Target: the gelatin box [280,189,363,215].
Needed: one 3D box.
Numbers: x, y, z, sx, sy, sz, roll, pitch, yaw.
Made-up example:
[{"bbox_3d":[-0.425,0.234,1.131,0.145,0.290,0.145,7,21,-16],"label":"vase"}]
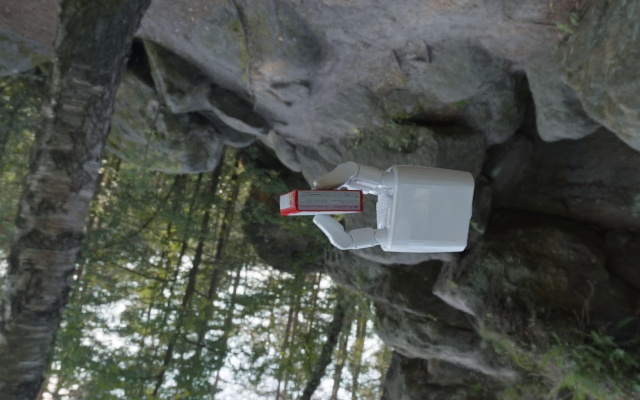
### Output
[{"bbox_3d":[0.000,0.002,0.607,0.089,0.030,0.073,-1,-4,-20],"label":"gelatin box"}]
